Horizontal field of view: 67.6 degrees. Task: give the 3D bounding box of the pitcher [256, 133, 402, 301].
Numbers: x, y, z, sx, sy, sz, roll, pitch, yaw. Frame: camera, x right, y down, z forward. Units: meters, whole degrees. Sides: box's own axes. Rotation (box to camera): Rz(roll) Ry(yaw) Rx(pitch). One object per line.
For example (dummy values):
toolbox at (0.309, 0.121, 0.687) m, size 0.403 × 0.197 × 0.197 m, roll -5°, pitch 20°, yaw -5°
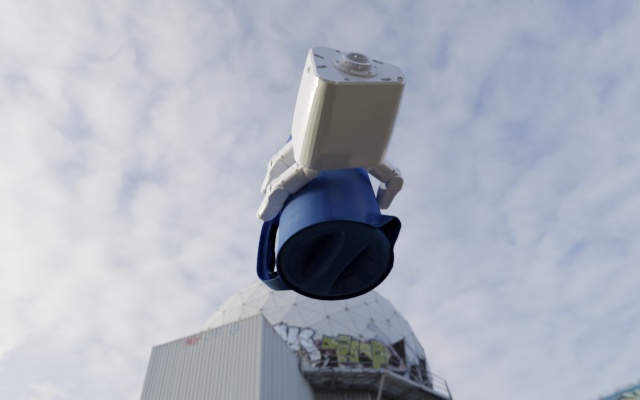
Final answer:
pitcher at (0.000, 0.002, 0.621) m, size 0.149 × 0.145 × 0.242 m, roll 6°, pitch 39°, yaw -10°
